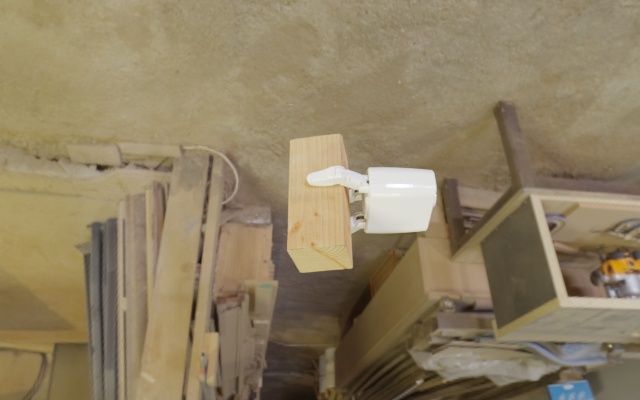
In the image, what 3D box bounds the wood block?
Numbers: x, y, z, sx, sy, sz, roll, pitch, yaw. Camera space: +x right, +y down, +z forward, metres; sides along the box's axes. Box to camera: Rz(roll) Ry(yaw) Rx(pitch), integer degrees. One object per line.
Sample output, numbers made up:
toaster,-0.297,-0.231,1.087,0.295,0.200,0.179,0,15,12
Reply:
wood block,0.000,0.002,0.786,0.090,0.206,0.091,-6,-31,8
